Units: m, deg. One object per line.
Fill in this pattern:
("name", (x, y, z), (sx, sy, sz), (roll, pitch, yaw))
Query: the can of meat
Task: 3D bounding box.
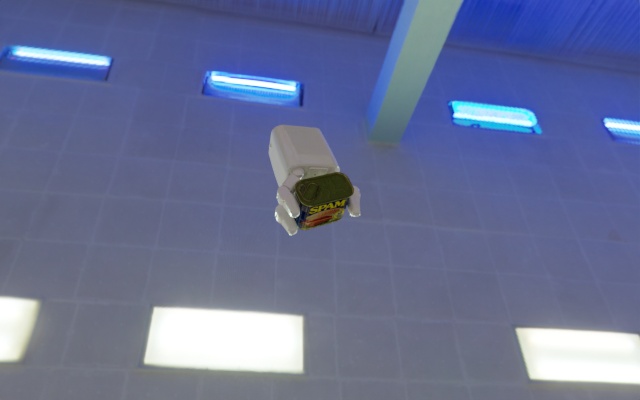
("can of meat", (0.000, 0.003, 0.852), (0.102, 0.057, 0.084), (-14, -31, -21))
